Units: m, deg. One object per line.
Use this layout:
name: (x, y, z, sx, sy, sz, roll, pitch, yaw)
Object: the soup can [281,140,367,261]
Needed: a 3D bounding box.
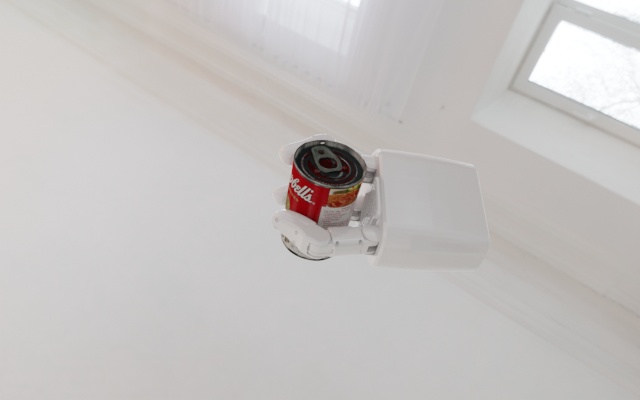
soup can: (0.000, 0.002, 0.466, 0.068, 0.102, 0.068, 8, 42, -7)
